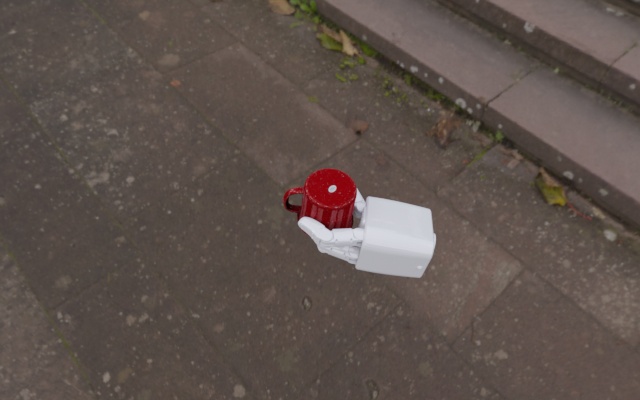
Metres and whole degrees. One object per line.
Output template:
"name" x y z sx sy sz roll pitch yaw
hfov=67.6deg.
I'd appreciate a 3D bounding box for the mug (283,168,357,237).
"mug" -0.001 0.002 0.749 0.117 0.093 0.082 8 -38 -1
